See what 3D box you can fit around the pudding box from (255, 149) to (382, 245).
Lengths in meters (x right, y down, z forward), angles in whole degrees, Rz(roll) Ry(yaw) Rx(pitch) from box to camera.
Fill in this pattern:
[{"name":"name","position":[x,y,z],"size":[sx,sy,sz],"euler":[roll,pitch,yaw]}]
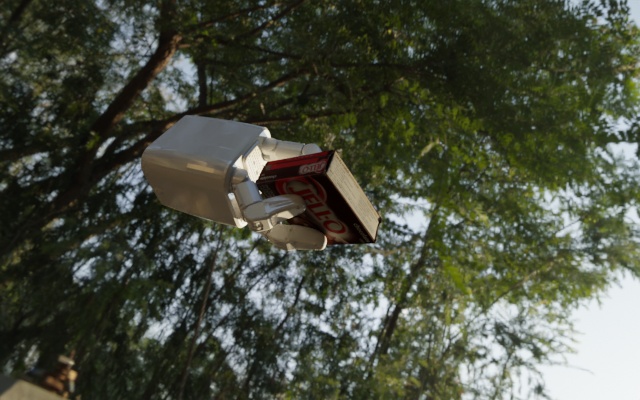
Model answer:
[{"name":"pudding box","position":[0.000,0.002,0.501],"size":[0.090,0.039,0.113],"euler":[-6,-41,37]}]
